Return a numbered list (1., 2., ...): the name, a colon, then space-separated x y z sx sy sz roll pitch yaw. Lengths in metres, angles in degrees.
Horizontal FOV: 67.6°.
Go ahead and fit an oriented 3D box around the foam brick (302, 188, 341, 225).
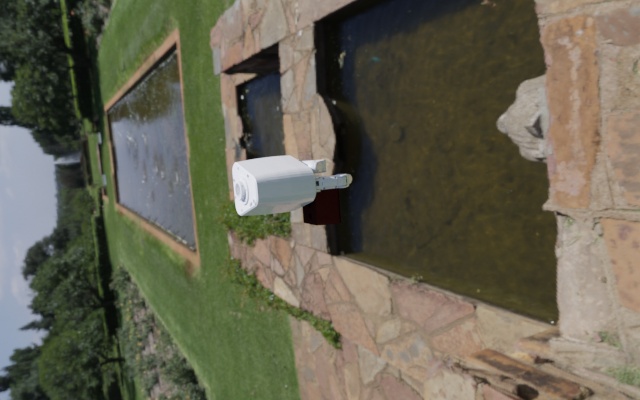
1. foam brick: 0.000 0.003 0.855 0.051 0.078 0.053 -8 8 -30
